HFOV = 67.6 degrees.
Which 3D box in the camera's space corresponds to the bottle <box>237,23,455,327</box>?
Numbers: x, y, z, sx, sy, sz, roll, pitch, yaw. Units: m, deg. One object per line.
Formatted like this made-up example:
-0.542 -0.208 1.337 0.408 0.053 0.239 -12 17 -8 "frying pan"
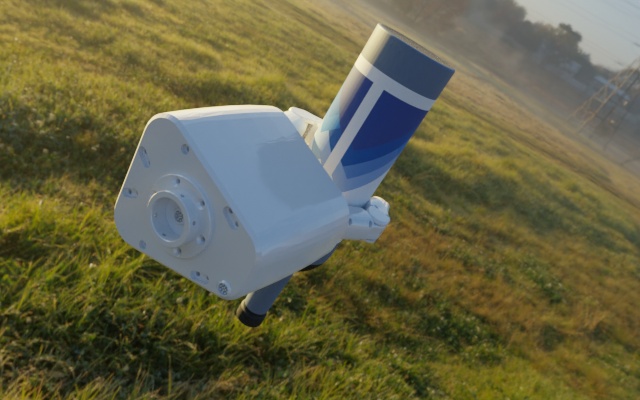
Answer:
0.000 0.001 0.410 0.069 0.296 0.069 26 25 -13 "bottle"
